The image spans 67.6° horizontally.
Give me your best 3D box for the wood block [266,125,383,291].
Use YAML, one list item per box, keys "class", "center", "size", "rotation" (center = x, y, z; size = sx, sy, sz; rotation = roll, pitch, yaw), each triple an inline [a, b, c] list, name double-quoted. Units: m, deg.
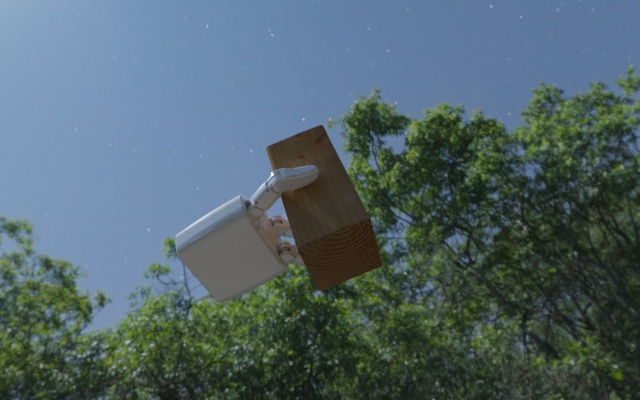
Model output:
- class: "wood block"
  center: [0.000, 0.002, 0.632]
  size: [0.090, 0.091, 0.206]
  rotation: [-22, 43, -1]
